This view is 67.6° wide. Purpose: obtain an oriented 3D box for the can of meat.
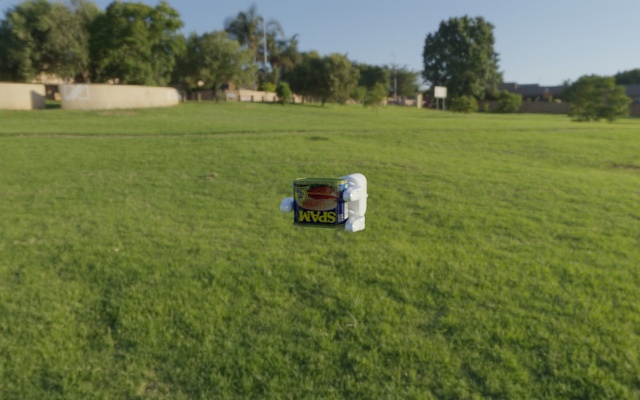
[{"bbox_3d":[0.000,0.003,0.866,0.102,0.084,0.057,2,10,17],"label":"can of meat"}]
